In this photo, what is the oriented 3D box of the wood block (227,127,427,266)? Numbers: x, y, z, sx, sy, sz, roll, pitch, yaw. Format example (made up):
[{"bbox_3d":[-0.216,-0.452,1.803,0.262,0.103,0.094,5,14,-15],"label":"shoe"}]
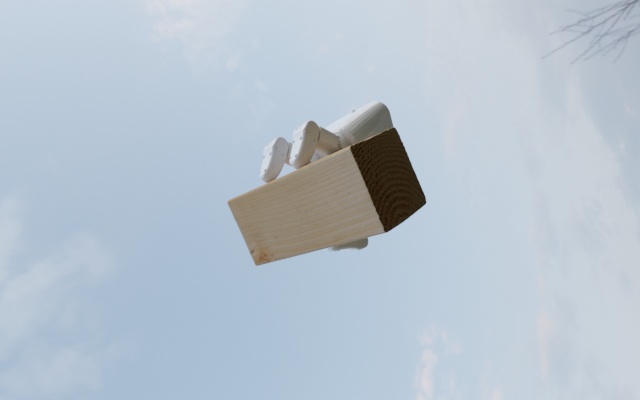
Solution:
[{"bbox_3d":[0.000,0.002,0.543,0.206,0.091,0.090,-20,6,44],"label":"wood block"}]
